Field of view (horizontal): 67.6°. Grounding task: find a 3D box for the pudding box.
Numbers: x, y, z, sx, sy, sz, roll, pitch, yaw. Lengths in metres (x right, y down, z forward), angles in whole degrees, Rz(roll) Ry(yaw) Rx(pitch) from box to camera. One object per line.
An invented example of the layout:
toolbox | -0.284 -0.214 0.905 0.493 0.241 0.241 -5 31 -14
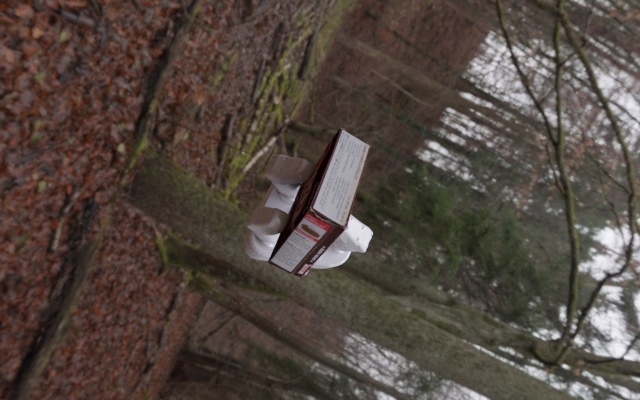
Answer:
pudding box | 0.000 0.002 0.435 0.039 0.113 0.090 27 -44 -10
